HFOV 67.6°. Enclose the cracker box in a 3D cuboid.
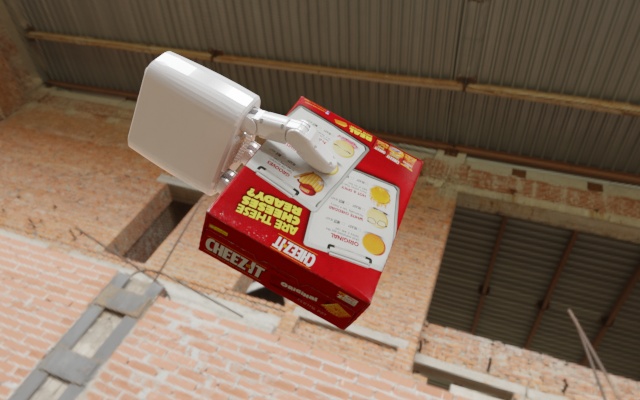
[{"bbox_3d":[0.000,0.001,0.501,0.164,0.213,0.072,29,-43,1],"label":"cracker box"}]
